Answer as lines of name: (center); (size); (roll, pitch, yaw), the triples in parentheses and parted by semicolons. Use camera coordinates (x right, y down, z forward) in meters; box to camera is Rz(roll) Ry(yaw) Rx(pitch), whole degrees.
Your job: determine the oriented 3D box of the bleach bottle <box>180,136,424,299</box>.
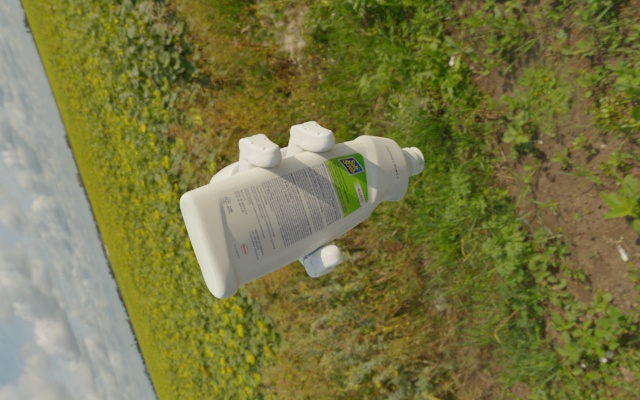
bleach bottle: (0.000, 0.001, 0.470); (0.251, 0.102, 0.068); (-20, 5, -25)
